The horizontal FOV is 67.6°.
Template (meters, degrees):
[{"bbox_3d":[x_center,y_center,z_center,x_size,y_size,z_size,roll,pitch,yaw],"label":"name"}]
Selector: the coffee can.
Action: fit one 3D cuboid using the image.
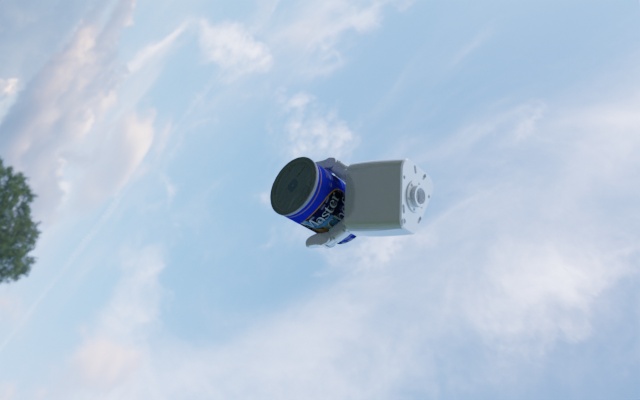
[{"bbox_3d":[0.000,0.003,0.807,0.103,0.102,0.140,0,-23,45],"label":"coffee can"}]
